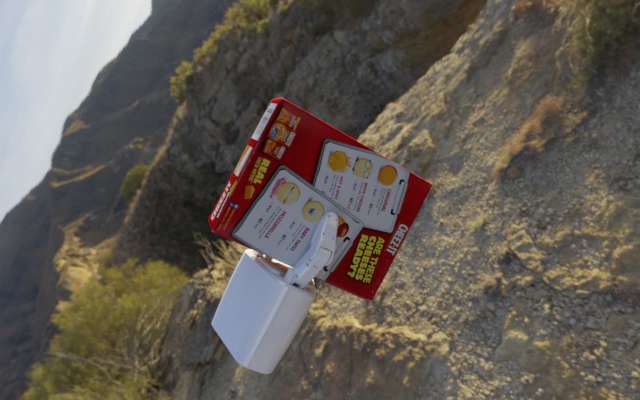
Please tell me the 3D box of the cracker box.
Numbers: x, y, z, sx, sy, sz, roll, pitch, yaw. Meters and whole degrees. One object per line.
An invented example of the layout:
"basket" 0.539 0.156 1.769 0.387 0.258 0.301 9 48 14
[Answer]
"cracker box" 0.000 0.002 0.568 0.214 0.164 0.072 27 2 -21
